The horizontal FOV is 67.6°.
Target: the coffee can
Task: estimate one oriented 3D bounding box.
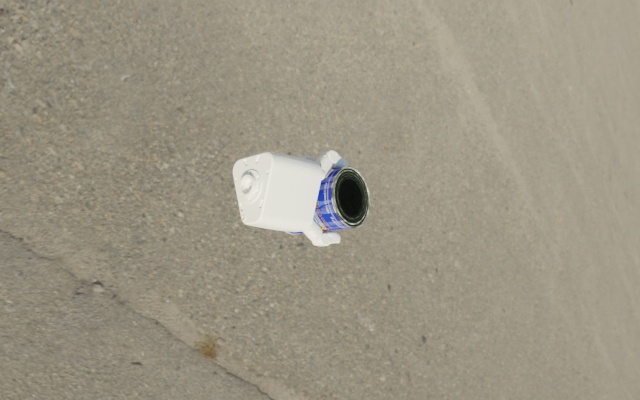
[{"bbox_3d":[0.000,0.003,0.827,0.140,0.103,0.103,-9,-6,40],"label":"coffee can"}]
